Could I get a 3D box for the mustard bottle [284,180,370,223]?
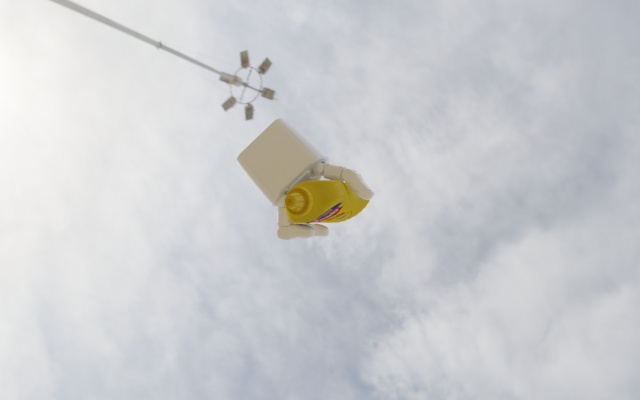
[{"bbox_3d":[0.000,0.003,0.731,0.096,0.058,0.191,-24,-12,24],"label":"mustard bottle"}]
